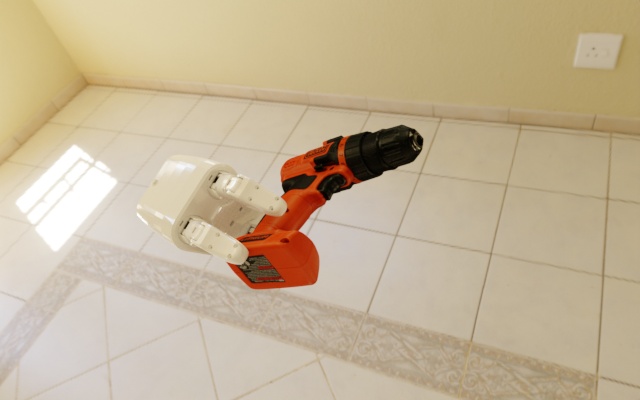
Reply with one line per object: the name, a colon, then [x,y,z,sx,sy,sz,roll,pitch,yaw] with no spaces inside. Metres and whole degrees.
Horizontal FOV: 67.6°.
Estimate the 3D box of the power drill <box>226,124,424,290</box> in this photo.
power drill: [0.000,0.002,0.478,0.184,0.057,0.187,-15,29,43]
